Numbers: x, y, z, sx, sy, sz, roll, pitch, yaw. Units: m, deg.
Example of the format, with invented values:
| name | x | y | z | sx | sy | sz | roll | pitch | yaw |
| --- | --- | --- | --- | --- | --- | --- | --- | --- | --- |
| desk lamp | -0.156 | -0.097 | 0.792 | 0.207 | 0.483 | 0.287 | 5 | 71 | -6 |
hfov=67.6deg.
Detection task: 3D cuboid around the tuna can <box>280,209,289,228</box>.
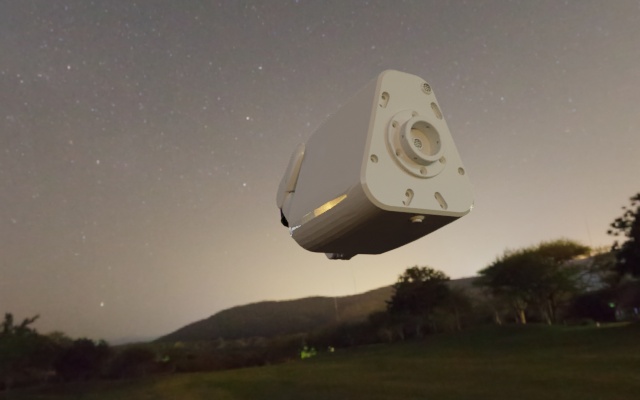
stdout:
| name | x | y | z | sx | sy | sz | roll | pitch | yaw |
| --- | --- | --- | --- | --- | --- | --- | --- | --- | --- |
| tuna can | 0.000 | 0.001 | 0.491 | 0.086 | 0.033 | 0.086 | -7 | -19 | -3 |
